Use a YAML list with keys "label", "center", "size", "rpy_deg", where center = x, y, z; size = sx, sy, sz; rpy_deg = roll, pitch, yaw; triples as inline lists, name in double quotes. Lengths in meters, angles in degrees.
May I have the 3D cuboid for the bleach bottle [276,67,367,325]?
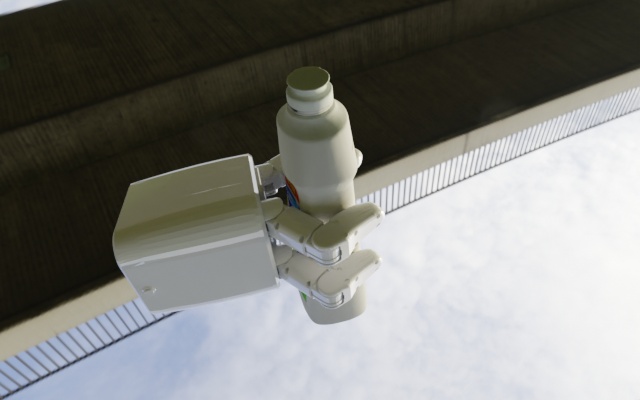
- label: "bleach bottle"
  center: [0.000, 0.001, 0.403]
  size: [0.068, 0.102, 0.251]
  rpy_deg: [-13, -43, -6]
